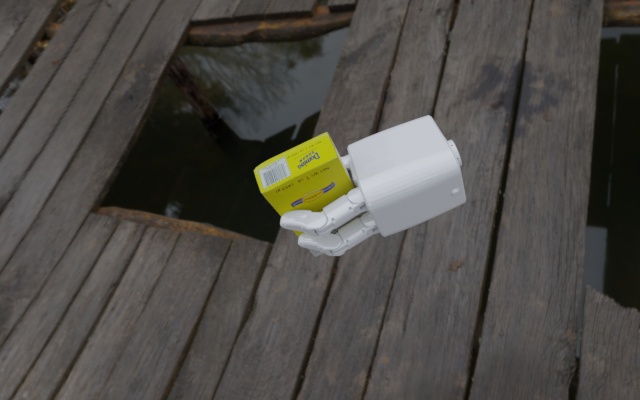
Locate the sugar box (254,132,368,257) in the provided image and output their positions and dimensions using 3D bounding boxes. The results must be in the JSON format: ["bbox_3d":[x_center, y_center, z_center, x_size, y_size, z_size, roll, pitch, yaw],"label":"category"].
[{"bbox_3d":[0.000,0.002,0.579,0.093,0.048,0.176,-25,-37,7],"label":"sugar box"}]
